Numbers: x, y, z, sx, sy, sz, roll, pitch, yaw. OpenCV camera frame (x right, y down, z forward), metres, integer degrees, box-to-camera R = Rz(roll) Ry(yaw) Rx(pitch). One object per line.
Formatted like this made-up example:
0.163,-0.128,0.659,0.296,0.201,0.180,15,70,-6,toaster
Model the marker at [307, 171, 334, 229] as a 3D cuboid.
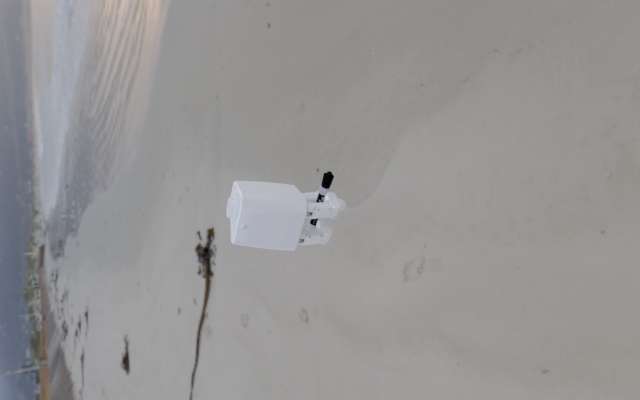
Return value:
0.000,0.003,0.840,0.020,0.121,0.020,13,30,-8,marker
